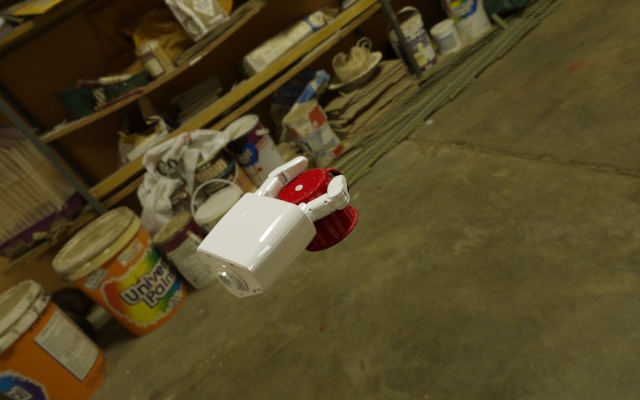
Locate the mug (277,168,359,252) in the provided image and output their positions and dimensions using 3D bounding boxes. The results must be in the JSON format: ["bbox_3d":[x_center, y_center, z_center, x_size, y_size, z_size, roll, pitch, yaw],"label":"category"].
[{"bbox_3d":[0.001,0.001,0.670,0.093,0.081,0.117,-1,41,50],"label":"mug"}]
